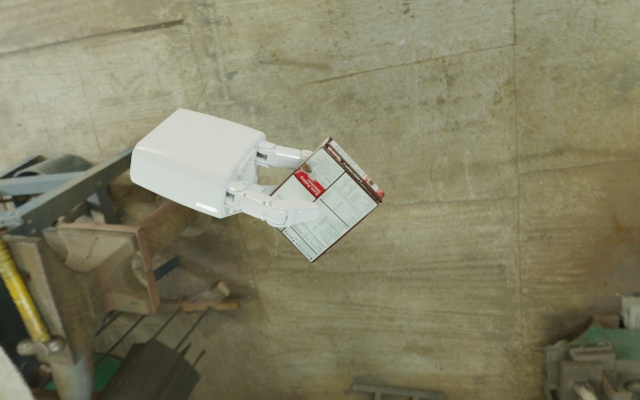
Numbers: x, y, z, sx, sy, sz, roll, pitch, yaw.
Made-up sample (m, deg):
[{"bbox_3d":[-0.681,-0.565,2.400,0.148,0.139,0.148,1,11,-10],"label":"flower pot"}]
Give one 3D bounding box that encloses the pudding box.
[{"bbox_3d":[0.000,0.002,0.524,0.113,0.090,0.039,-42,5,25],"label":"pudding box"}]
